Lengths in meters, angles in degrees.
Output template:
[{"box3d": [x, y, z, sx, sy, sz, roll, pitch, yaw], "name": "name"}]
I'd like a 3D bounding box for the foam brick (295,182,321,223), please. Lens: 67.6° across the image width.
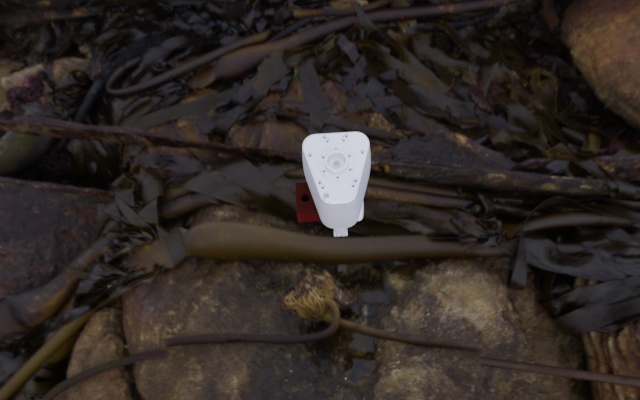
[{"box3d": [0.000, 0.003, 0.760, 0.078, 0.053, 0.051, -4, -19, 3], "name": "foam brick"}]
